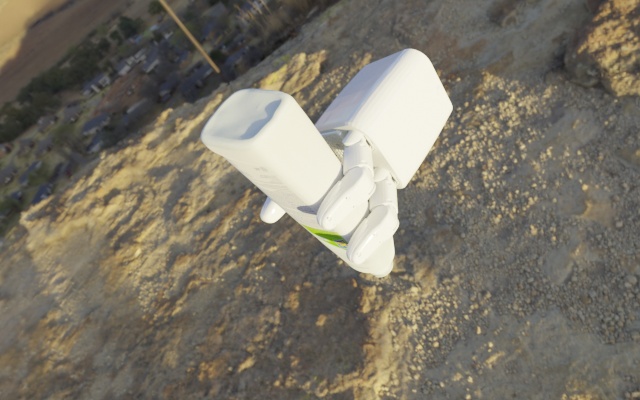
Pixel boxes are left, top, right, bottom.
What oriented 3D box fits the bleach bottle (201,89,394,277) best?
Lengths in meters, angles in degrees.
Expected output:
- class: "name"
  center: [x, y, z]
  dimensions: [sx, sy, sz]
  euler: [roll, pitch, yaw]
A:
- class: "bleach bottle"
  center: [0.000, 0.002, 0.477]
  dimensions: [0.102, 0.068, 0.251]
  euler: [18, -23, 47]
